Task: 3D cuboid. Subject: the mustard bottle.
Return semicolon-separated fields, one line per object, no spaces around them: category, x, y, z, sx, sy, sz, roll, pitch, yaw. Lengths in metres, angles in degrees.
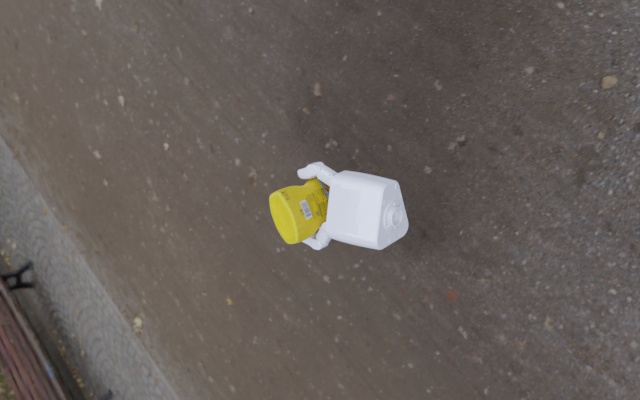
mustard bottle;0.000;0.003;0.872;0.191;0.096;0.058;-24;3;-42
